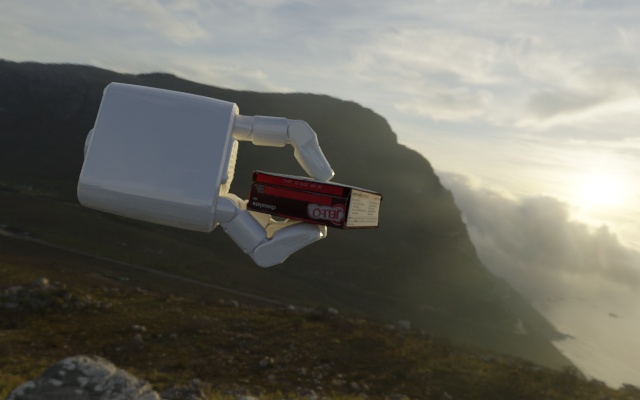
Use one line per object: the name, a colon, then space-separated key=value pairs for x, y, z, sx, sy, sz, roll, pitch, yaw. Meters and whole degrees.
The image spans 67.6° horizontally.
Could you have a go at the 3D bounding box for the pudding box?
pudding box: x=0.000 y=0.001 z=0.433 sx=0.090 sy=0.039 sz=0.113 roll=11 pitch=3 yaw=21
